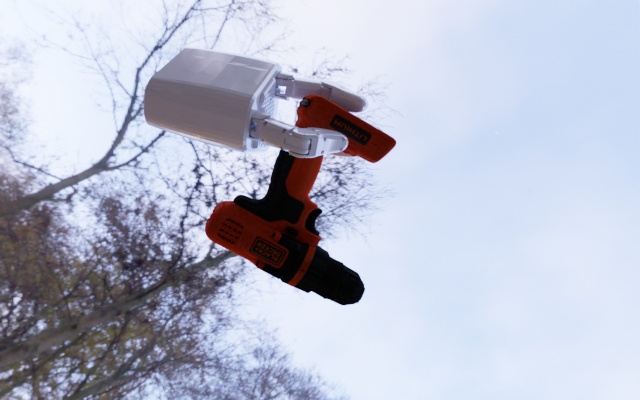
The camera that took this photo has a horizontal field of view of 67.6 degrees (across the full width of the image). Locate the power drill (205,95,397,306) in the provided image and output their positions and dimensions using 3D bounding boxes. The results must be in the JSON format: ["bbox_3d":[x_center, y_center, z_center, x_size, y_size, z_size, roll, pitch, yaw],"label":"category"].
[{"bbox_3d":[0.000,0.001,0.496,0.184,0.187,0.057,29,4,-13],"label":"power drill"}]
